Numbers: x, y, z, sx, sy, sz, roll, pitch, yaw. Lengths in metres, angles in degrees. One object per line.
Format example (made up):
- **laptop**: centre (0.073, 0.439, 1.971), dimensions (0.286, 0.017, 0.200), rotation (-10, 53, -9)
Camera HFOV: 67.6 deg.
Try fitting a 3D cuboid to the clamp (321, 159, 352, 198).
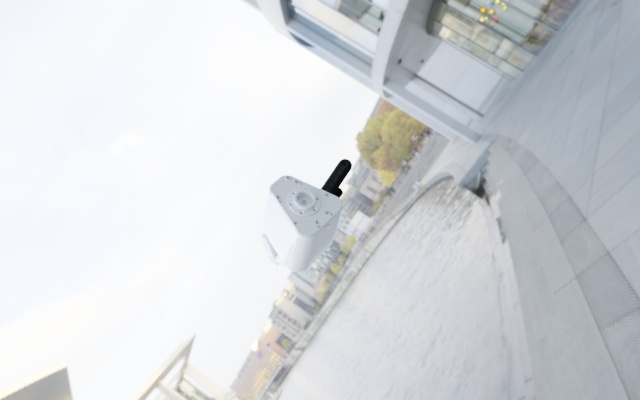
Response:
- **clamp**: centre (0.000, 0.003, 0.838), dimensions (0.039, 0.171, 0.120), rotation (30, -34, 14)
